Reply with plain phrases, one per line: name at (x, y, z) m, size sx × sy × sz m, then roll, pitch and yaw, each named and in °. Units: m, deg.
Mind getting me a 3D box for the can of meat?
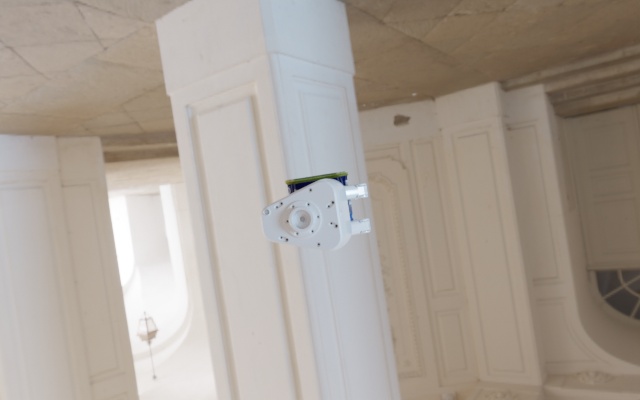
can of meat at (0.000, 0.003, 0.764) m, size 0.102 × 0.084 × 0.057 m, roll -9°, pitch -1°, yaw 5°
